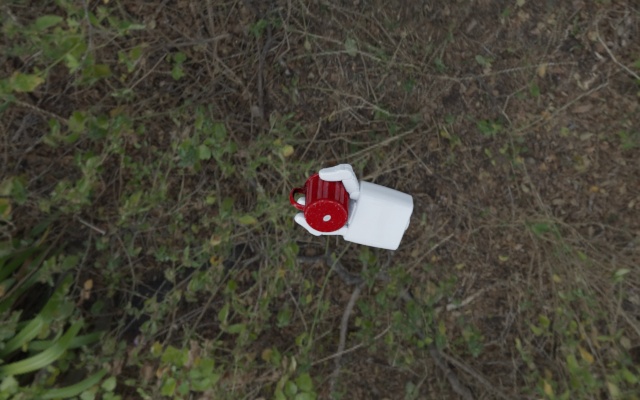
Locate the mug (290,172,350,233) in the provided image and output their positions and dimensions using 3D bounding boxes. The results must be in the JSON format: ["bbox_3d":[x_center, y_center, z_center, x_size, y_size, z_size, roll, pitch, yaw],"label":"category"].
[{"bbox_3d":[-0.001,0.003,0.890,0.117,0.093,0.081,13,38,-7],"label":"mug"}]
